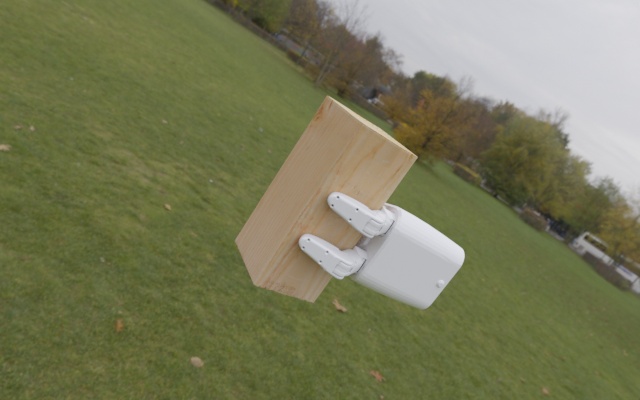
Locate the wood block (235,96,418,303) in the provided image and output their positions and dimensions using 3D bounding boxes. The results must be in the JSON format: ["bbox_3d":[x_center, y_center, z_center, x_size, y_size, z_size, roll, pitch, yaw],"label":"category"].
[{"bbox_3d":[0.000,0.002,0.544,0.090,0.206,0.090,25,16,-34],"label":"wood block"}]
